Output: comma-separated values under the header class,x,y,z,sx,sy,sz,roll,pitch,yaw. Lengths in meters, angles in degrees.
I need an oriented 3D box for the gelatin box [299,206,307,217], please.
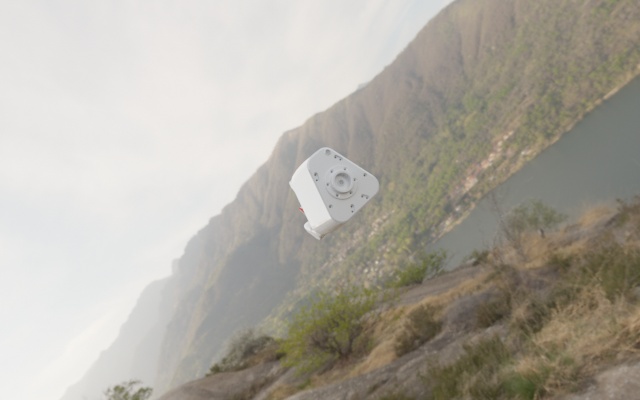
class,x,y,z,sx,sy,sz,roll,pitch,yaw
gelatin box,0.000,0.002,0.860,0.073,0.030,0.089,-42,6,-4
